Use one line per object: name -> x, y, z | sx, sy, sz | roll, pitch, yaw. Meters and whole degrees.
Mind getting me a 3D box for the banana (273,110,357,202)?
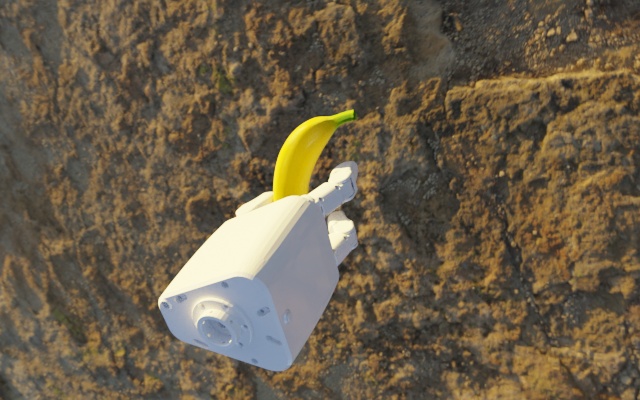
banana -> -0.017, -0.006, 0.503 | 0.069, 0.198, 0.037 | 17, 32, 6
